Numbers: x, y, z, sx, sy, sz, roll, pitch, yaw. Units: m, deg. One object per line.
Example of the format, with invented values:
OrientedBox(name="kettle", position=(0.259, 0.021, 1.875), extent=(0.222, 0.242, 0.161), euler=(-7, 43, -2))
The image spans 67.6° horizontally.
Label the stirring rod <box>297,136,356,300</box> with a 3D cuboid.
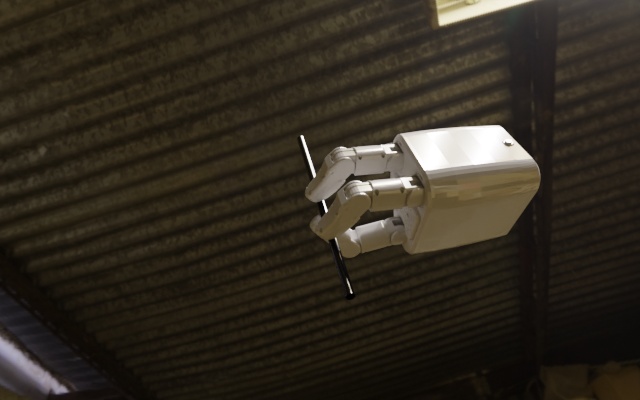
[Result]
OrientedBox(name="stirring rod", position=(0.000, 0.002, 0.465), extent=(0.011, 0.011, 0.239), euler=(0, 38, -14))
